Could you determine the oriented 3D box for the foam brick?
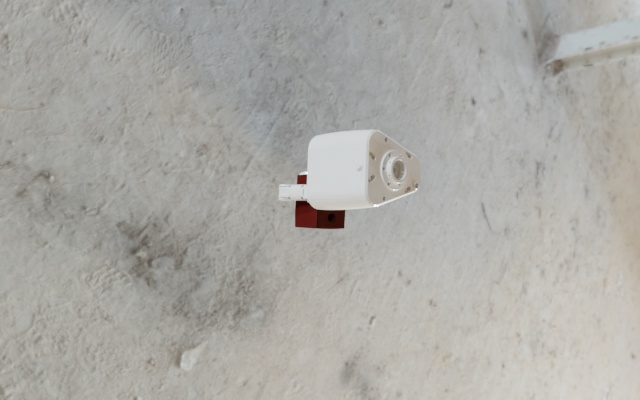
[{"bbox_3d":[0.000,0.003,0.680,0.053,0.078,0.051,4,-2,-42],"label":"foam brick"}]
